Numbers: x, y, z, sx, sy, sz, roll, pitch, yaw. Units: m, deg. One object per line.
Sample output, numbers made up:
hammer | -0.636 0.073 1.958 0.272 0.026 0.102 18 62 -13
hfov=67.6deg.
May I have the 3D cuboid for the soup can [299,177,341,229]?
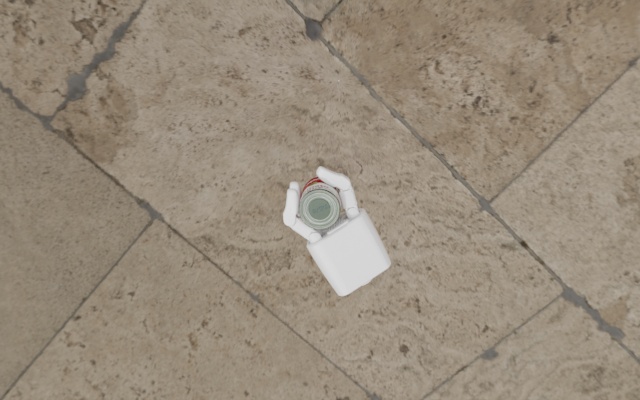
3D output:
soup can | 0.000 0.002 0.794 0.068 0.068 0.102 0 14 2
